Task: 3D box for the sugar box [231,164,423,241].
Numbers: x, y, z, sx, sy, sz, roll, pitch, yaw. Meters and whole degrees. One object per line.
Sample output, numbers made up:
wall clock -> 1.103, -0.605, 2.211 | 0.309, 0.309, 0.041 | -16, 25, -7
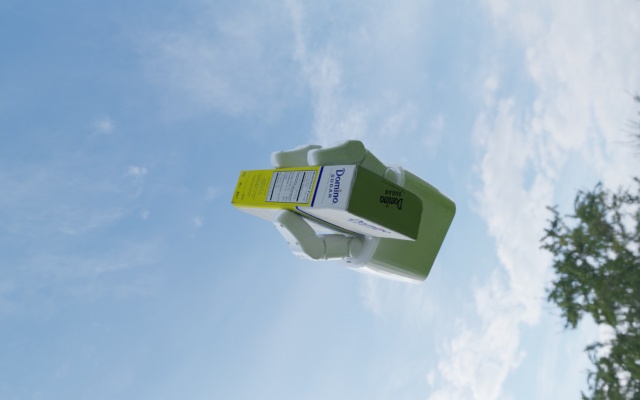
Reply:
sugar box -> 0.000, 0.001, 0.457 | 0.093, 0.048, 0.176 | 23, -16, -39
